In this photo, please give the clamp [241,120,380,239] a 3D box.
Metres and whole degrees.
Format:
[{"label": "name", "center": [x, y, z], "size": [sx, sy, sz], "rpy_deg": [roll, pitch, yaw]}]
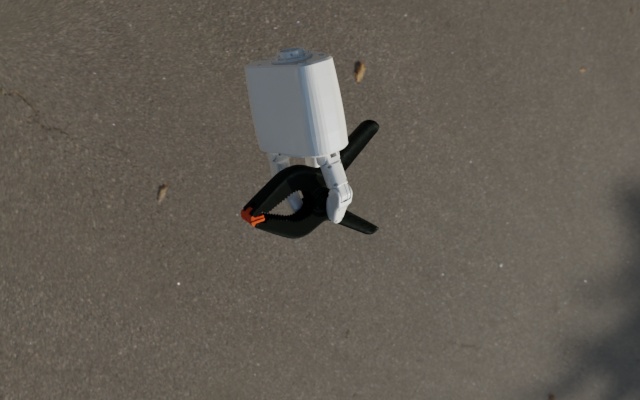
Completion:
[{"label": "clamp", "center": [0.000, 0.002, 0.614], "size": [0.210, 0.165, 0.036], "rpy_deg": [-25, 30, -28]}]
